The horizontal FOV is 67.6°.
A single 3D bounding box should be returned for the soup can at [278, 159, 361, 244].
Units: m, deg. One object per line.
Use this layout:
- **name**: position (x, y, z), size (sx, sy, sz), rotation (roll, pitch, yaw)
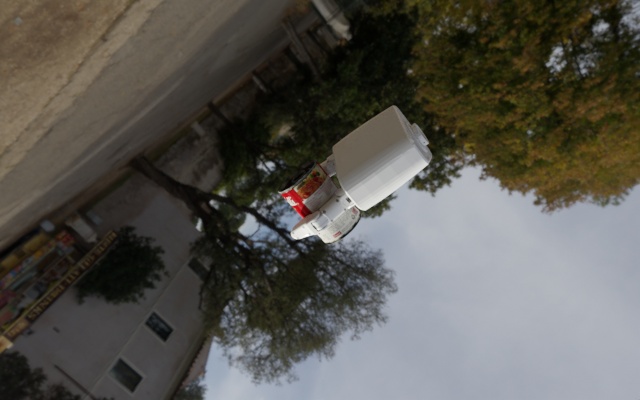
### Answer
- **soup can**: position (0.000, 0.003, 0.663), size (0.068, 0.102, 0.068), rotation (-37, 16, 13)
